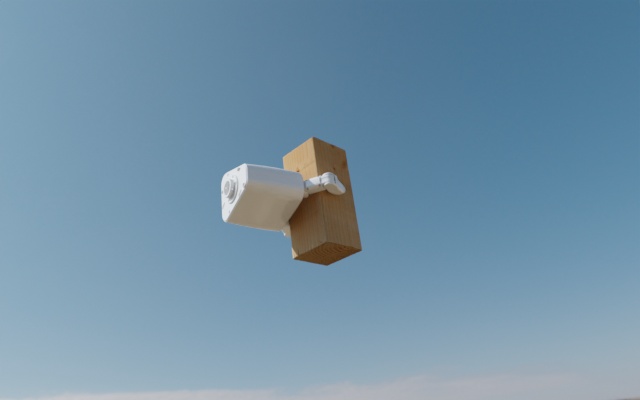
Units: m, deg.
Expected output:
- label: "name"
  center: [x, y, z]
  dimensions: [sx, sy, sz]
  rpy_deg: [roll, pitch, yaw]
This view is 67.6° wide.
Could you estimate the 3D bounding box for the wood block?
- label: "wood block"
  center: [0.000, 0.003, 0.870]
  dimensions: [0.090, 0.206, 0.091]
  rpy_deg: [18, -36, -41]
